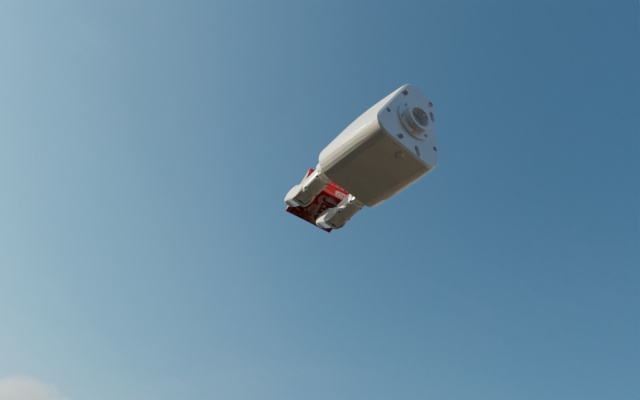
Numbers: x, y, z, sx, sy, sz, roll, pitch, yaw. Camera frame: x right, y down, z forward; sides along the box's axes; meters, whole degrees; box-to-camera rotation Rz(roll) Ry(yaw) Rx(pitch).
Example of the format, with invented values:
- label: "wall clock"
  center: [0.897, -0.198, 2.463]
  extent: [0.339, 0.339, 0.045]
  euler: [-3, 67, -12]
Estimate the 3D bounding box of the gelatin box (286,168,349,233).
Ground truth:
- label: "gelatin box"
  center: [0.000, 0.002, 0.664]
  extent: [0.073, 0.030, 0.089]
  euler: [27, -34, -8]
